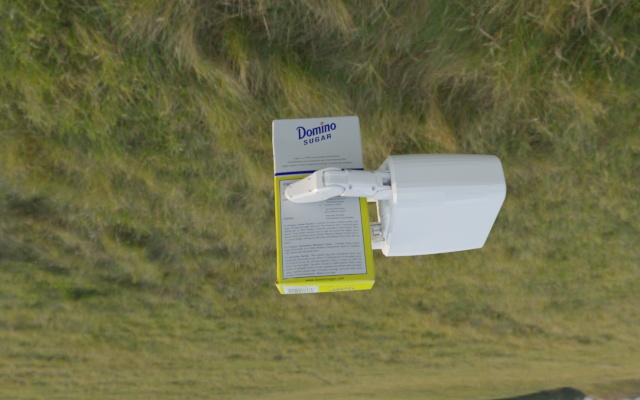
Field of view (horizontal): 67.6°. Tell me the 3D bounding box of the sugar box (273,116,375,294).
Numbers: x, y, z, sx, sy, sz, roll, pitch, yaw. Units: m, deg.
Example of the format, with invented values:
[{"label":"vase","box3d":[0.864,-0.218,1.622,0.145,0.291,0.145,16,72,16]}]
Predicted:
[{"label":"sugar box","box3d":[0.000,0.002,0.485,0.093,0.176,0.048,-2,-23,-1]}]
